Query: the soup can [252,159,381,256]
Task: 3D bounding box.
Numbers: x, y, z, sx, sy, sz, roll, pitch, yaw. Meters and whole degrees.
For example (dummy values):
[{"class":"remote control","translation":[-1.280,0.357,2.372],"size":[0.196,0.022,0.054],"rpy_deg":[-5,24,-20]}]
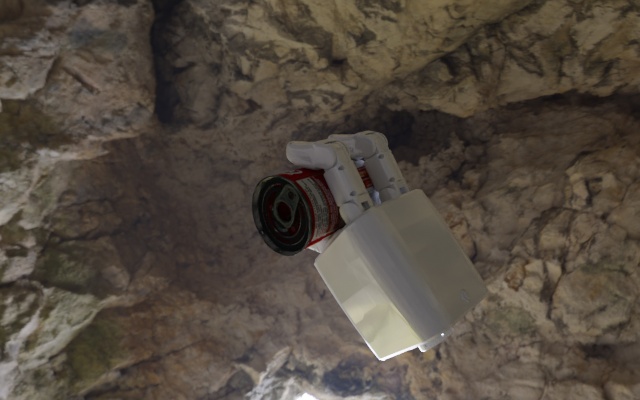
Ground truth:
[{"class":"soup can","translation":[0.000,0.001,0.423],"size":[0.068,0.068,0.102],"rpy_deg":[0,13,43]}]
